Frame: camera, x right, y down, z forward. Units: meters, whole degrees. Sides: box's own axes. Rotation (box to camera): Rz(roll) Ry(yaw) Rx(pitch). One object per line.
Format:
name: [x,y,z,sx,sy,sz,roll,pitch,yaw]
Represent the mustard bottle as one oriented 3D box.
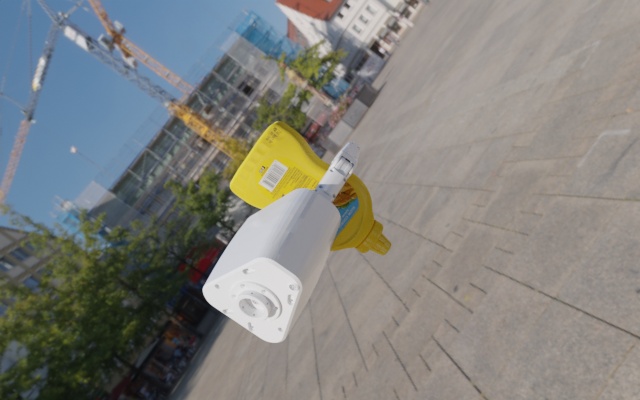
mustard bottle: [0.000,0.001,0.544,0.191,0.096,0.058,36,15,-5]
